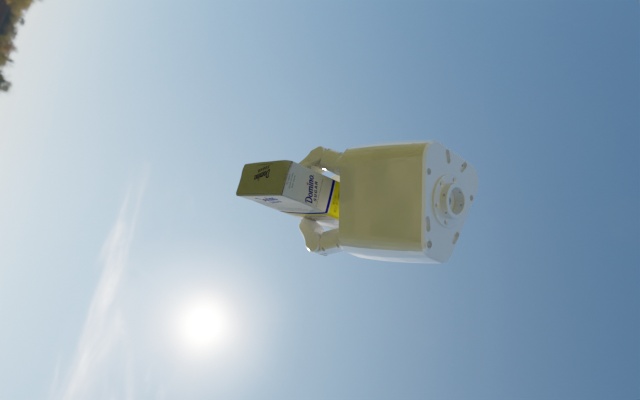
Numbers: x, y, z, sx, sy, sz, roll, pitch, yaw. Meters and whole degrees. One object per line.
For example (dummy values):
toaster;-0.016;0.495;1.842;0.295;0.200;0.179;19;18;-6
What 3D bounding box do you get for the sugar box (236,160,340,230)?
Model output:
sugar box;0.000;0.001;0.564;0.176;0.048;0.093;25;-16;-38
